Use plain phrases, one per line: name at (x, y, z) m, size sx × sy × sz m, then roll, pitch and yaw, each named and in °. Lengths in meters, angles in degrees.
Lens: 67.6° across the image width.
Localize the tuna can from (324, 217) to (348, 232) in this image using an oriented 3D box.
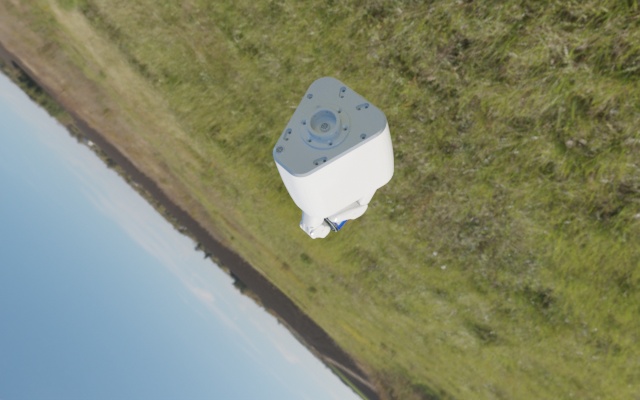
tuna can at (0.000, 0.003, 0.627) m, size 0.086 × 0.033 × 0.086 m, roll 40°, pitch -8°, yaw 7°
